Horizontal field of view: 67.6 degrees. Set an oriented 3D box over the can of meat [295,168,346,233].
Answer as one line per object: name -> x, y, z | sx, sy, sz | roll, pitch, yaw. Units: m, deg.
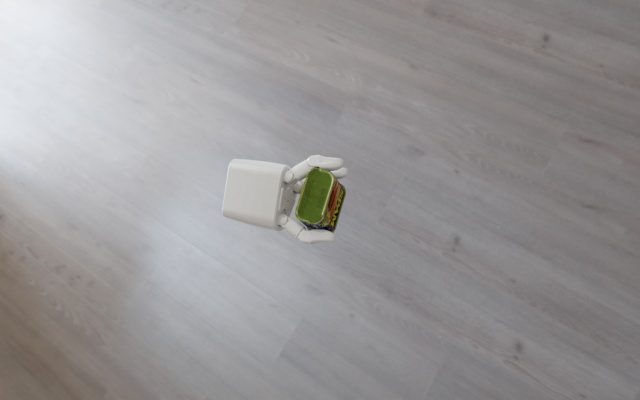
can of meat -> 0.000, 0.003, 0.827 | 0.057, 0.102, 0.084 | 13, -12, 18
